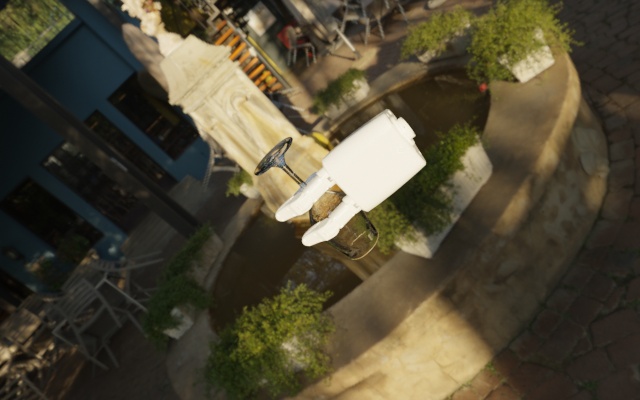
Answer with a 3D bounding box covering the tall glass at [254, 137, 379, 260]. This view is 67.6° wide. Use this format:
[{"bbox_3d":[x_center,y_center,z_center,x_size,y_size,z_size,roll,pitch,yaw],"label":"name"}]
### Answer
[{"bbox_3d":[0.000,0.002,0.703,0.201,0.079,0.079,45,-19,-21],"label":"tall glass"}]
